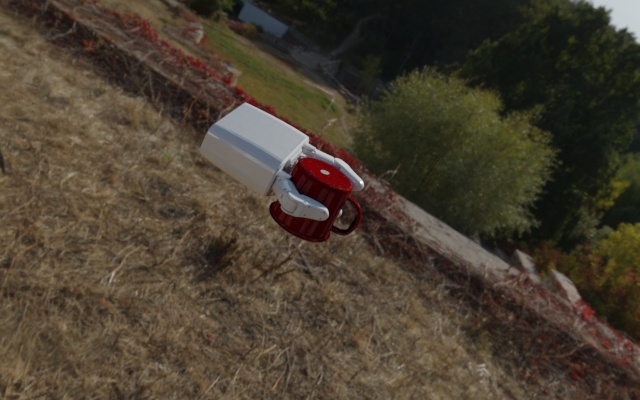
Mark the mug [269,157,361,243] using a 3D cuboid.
[{"bbox_3d":[0.001,0.003,0.637,0.117,0.081,0.093,31,22,4],"label":"mug"}]
